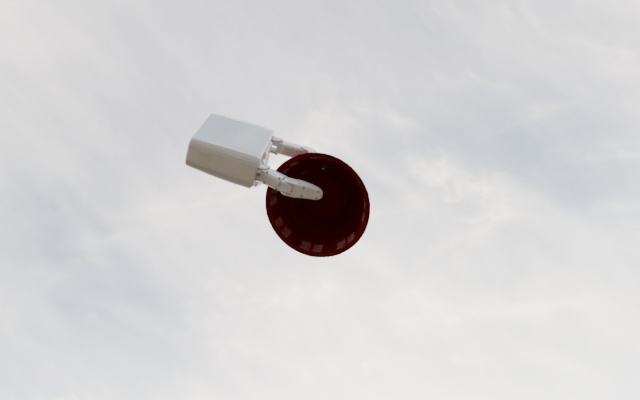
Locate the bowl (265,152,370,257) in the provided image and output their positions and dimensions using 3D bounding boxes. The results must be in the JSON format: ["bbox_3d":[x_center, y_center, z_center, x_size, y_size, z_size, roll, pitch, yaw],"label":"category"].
[{"bbox_3d":[0.001,0.003,0.730,0.162,0.162,0.055,0,15,15],"label":"bowl"}]
